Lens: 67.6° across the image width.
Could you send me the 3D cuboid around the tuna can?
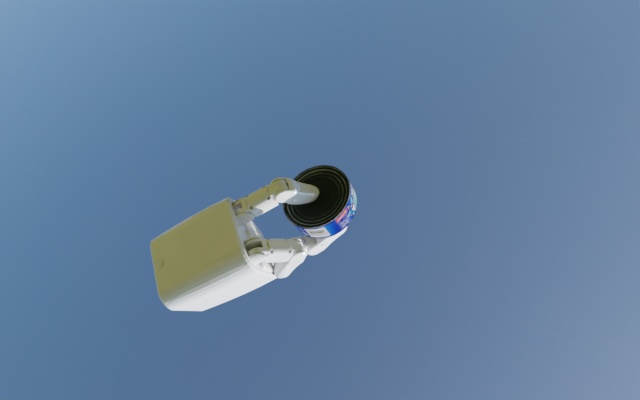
[{"bbox_3d":[0.000,0.002,0.575,0.086,0.086,0.034,0,-29,25],"label":"tuna can"}]
